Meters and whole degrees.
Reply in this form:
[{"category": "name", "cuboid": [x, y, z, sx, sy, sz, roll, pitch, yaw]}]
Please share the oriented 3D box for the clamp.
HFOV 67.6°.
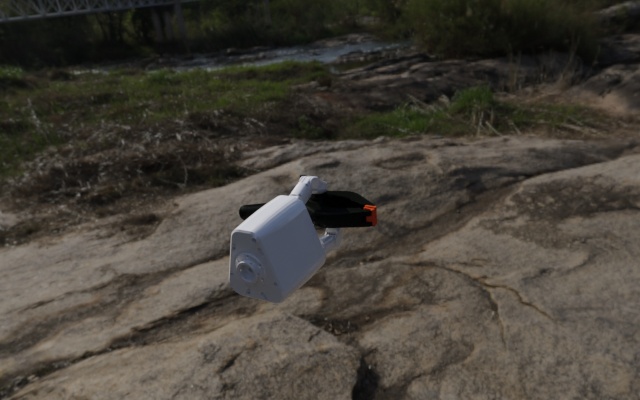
[{"category": "clamp", "cuboid": [0.000, 0.002, 0.752, 0.210, 0.036, 0.164, 7, 27, 29]}]
